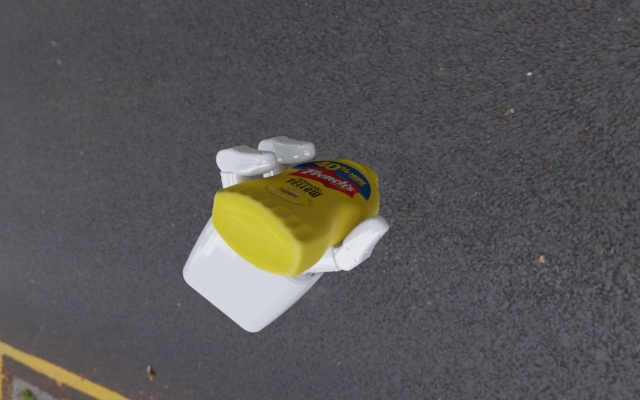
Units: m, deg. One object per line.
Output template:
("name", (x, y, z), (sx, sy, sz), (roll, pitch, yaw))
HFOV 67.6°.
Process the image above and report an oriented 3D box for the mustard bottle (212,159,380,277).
("mustard bottle", (0.000, 0.001, 0.444), (0.096, 0.058, 0.191), (28, 30, 27))
